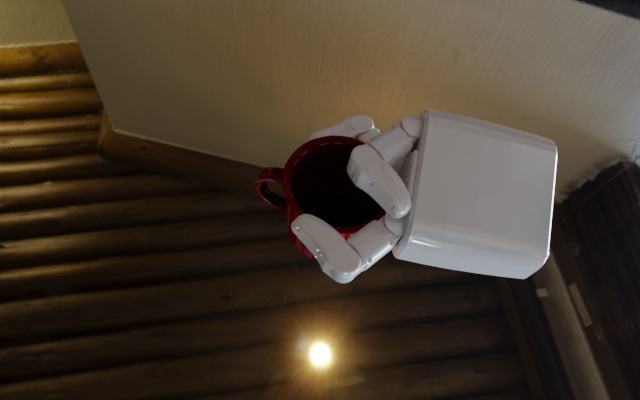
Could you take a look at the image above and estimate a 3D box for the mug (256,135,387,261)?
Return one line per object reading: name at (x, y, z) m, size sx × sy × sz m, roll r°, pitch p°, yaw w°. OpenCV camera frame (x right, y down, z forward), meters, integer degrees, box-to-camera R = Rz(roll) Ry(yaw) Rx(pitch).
mug at (-0.001, 0.001, 0.420) m, size 0.117 × 0.093 × 0.081 m, roll 13°, pitch -29°, yaw 1°
